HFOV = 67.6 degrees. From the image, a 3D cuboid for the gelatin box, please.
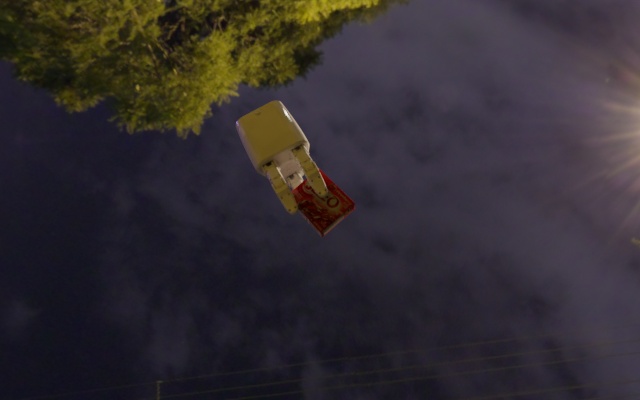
[{"bbox_3d":[0.000,0.003,0.772,0.073,0.089,0.030,-40,-20,-10],"label":"gelatin box"}]
